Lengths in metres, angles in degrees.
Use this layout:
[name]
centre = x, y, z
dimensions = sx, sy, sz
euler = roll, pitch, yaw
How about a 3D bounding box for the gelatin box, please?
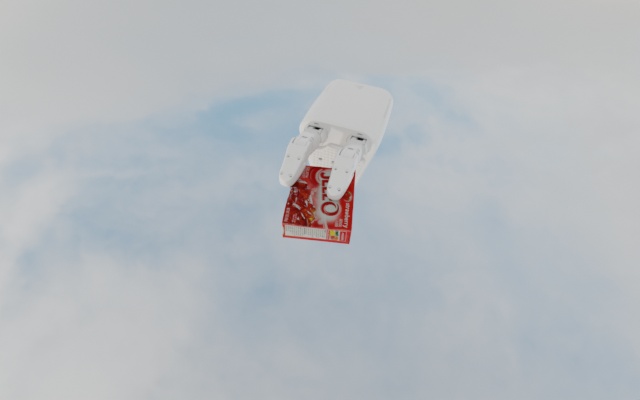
[gelatin box]
centre = 0.000, 0.002, 0.525
dimensions = 0.073, 0.089, 0.030
euler = 6, -39, 2
